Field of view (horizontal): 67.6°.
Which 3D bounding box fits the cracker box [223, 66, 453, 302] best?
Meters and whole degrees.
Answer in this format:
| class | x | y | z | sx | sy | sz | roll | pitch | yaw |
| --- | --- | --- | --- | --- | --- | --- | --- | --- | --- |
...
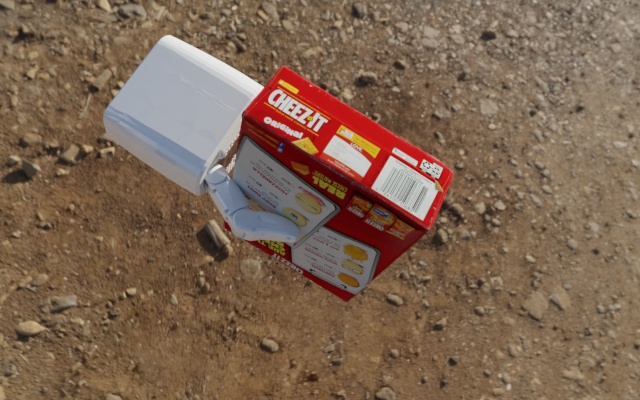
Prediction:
| class | x | y | z | sx | sy | sz | roll | pitch | yaw |
| --- | --- | --- | --- | --- | --- | --- | --- | --- | --- |
| cracker box | 0.000 | 0.002 | 0.451 | 0.164 | 0.072 | 0.214 | 31 | -29 | 2 |
